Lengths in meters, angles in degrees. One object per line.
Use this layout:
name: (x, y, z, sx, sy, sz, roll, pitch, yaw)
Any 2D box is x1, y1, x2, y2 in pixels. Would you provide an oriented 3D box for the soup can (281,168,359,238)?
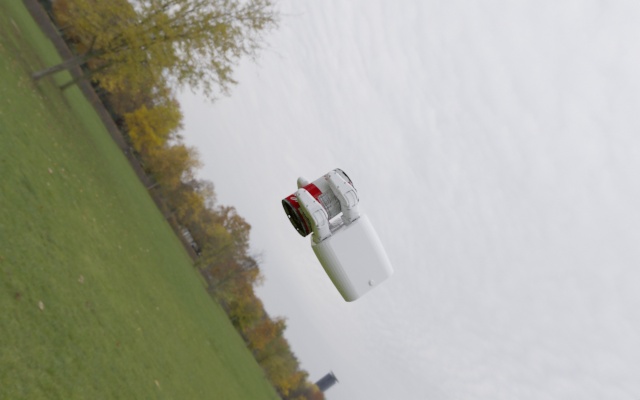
soup can: (0.000, 0.002, 0.741, 0.102, 0.068, 0.068, -31, 9, -15)
